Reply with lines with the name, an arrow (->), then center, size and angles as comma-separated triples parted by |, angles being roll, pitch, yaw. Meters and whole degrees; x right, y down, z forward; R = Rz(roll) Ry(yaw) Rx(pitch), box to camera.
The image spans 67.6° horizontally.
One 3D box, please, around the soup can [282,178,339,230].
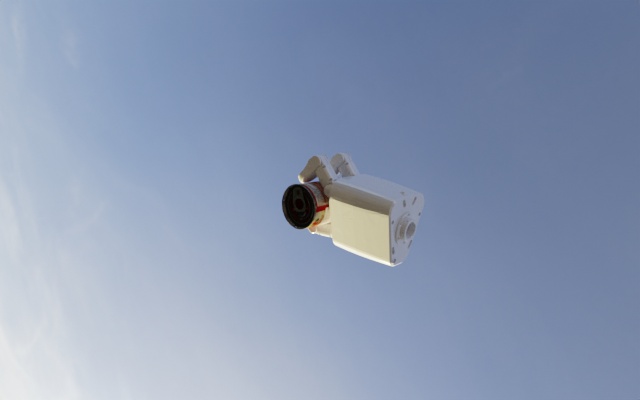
soup can -> 0.000, 0.002, 0.738 | 0.068, 0.068, 0.102 | 0, 8, 42
